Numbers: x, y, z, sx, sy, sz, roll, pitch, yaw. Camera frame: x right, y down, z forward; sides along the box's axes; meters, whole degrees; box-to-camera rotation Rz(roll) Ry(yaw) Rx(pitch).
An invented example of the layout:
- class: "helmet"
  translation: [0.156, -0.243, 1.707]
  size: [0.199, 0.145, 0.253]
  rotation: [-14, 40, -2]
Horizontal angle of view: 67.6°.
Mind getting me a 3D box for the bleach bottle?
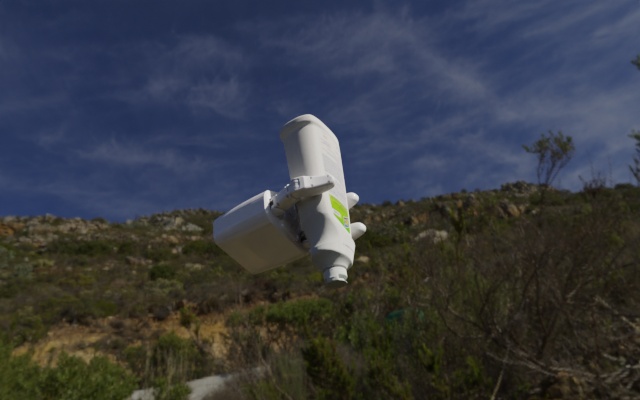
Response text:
- class: "bleach bottle"
  translation: [0.000, 0.002, 0.683]
  size: [0.068, 0.250, 0.103]
  rotation: [-26, -36, 24]
